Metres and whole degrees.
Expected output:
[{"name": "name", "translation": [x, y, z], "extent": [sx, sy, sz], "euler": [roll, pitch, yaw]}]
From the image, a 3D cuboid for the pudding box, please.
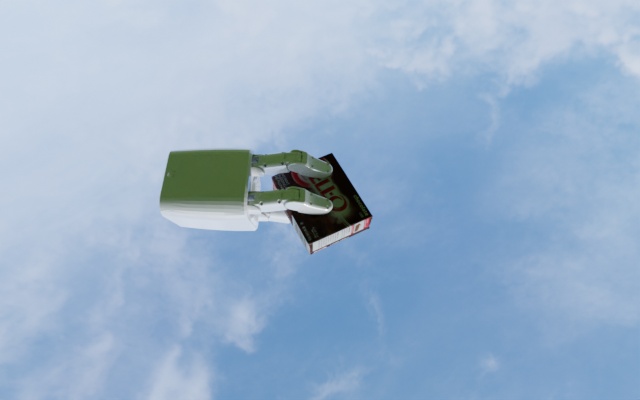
[{"name": "pudding box", "translation": [0.000, 0.002, 0.613], "extent": [0.090, 0.113, 0.039], "euler": [-23, -26, -14]}]
